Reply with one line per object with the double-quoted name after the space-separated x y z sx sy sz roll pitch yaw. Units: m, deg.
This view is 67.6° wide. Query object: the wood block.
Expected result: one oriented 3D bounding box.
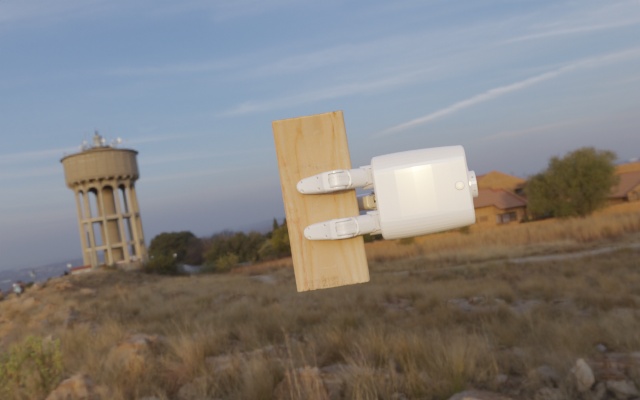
0.000 0.002 0.609 0.090 0.206 0.091 -9 -2 1 "wood block"
